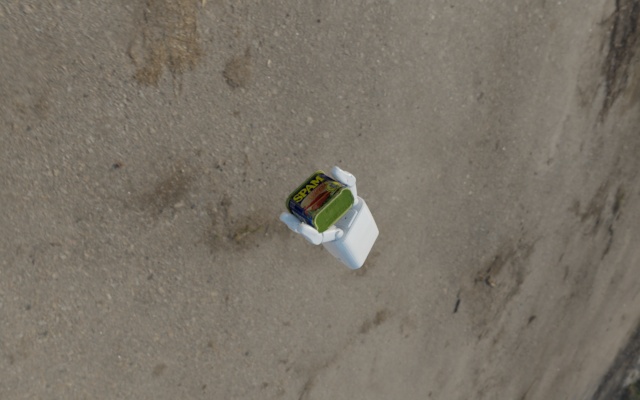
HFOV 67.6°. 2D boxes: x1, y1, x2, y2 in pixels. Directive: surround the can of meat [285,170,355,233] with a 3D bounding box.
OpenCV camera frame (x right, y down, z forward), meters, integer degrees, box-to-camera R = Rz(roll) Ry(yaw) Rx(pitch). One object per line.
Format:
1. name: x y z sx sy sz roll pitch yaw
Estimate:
1. can of meat: 0.000 0.003 0.887 0.084 0.102 0.057 33 -21 43
